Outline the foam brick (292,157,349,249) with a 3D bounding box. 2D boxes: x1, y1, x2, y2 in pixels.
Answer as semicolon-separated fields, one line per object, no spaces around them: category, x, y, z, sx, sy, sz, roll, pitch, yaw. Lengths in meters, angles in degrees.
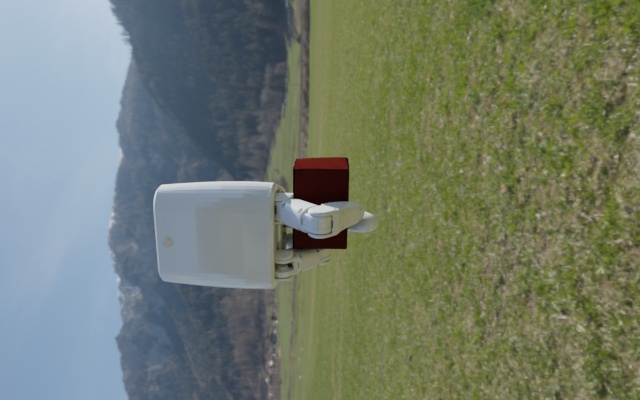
foam brick;0.000;0.001;0.450;0.051;0.078;0.053;1;15;1
